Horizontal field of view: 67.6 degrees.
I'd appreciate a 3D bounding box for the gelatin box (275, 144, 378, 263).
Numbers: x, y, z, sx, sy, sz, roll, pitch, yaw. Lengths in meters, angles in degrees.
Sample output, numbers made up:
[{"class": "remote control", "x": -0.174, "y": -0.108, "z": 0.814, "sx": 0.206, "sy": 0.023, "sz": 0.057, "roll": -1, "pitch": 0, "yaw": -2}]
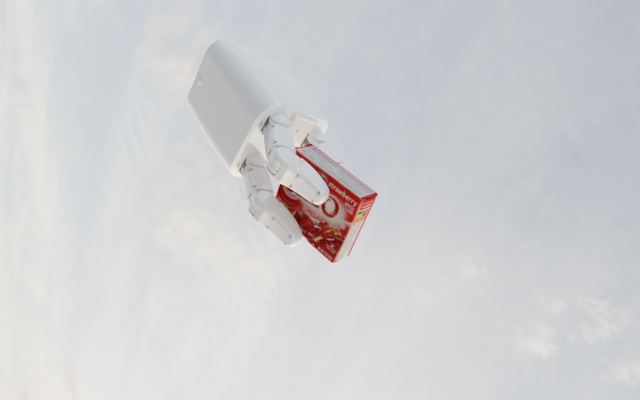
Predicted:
[{"class": "gelatin box", "x": 0.001, "y": 0.002, "z": 0.440, "sx": 0.089, "sy": 0.073, "sz": 0.030, "roll": 39, "pitch": 34, "yaw": 26}]
